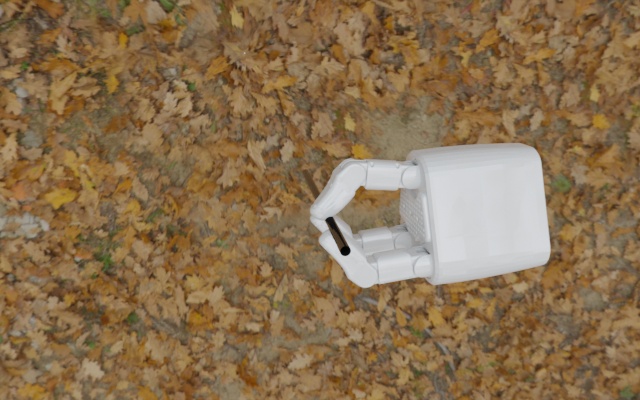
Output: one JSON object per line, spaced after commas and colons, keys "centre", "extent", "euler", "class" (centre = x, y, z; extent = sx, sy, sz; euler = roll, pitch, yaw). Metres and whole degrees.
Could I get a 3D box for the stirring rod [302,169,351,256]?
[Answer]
{"centre": [0.000, 0.001, 0.457], "extent": [0.011, 0.011, 0.239], "euler": [0, 17, -9], "class": "stirring rod"}
